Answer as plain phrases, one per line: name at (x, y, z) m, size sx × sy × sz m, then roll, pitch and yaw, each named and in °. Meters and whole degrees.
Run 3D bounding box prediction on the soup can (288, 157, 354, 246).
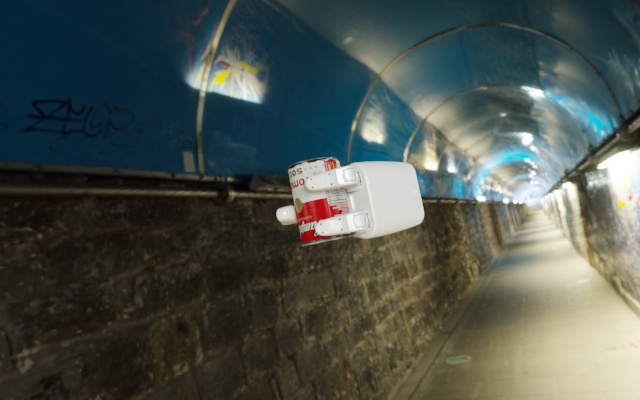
soup can at (0.000, 0.002, 0.608) m, size 0.068 × 0.102 × 0.068 m, roll -11°, pitch -5°, yaw -1°
